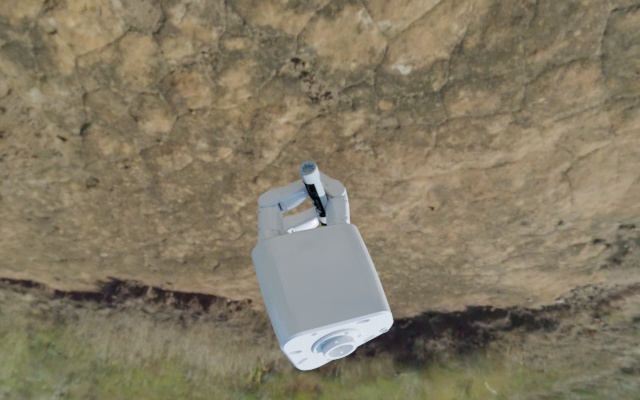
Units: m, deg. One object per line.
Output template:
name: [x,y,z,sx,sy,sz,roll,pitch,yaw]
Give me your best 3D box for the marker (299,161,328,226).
marker: [0.000,0.002,0.526,0.020,0.020,0.121,0,-35,15]
